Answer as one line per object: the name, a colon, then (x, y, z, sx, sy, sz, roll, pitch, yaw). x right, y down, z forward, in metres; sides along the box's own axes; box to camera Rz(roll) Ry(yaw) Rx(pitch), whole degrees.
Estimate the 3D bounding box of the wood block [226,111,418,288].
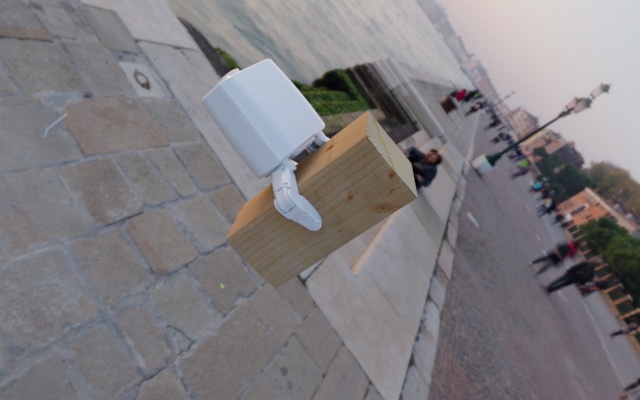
wood block: (0.000, 0.002, 0.563, 0.206, 0.090, 0.090, -35, 19, 22)
